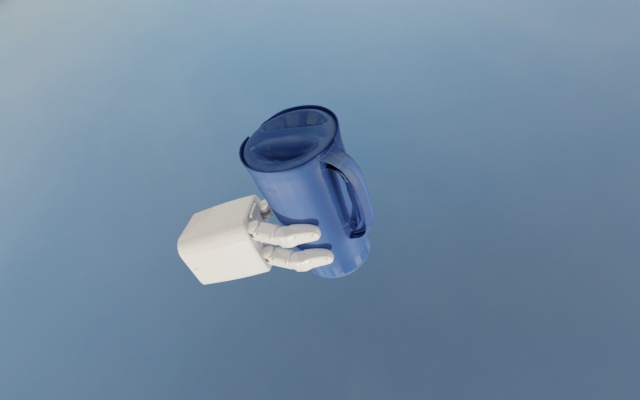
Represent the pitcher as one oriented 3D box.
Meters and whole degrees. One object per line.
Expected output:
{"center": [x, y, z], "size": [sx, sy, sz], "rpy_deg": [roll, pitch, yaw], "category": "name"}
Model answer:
{"center": [0.000, 0.002, 0.667], "size": [0.145, 0.243, 0.149], "rpy_deg": [-16, 41, 8], "category": "pitcher"}
